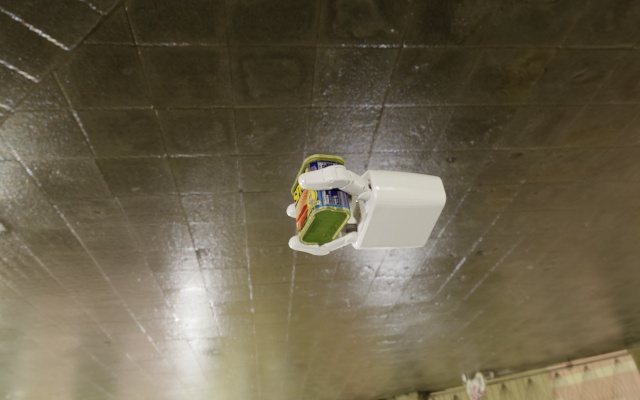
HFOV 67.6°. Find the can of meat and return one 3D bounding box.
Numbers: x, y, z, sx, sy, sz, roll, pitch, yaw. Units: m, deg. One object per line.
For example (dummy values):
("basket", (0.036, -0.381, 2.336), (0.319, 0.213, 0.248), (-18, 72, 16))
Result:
("can of meat", (0.000, 0.002, 0.646), (0.057, 0.084, 0.102), (4, -33, -19))
